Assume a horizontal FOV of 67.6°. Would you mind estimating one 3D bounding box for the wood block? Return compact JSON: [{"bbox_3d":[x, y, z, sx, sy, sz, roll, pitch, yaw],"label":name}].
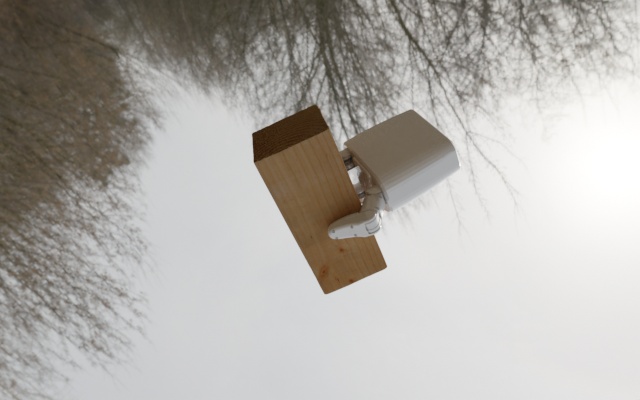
[{"bbox_3d":[0.001,0.002,0.591,0.090,0.206,0.090,-24,30,3],"label":"wood block"}]
